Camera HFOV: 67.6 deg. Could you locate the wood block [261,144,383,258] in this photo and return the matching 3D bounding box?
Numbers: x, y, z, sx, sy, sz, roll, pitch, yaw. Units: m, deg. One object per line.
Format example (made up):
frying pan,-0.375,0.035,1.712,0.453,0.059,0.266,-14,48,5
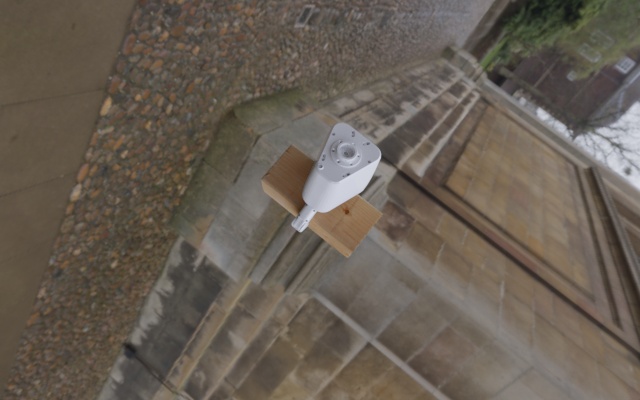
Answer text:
wood block,0.000,0.003,0.879,0.206,0.091,0.090,38,-12,6
